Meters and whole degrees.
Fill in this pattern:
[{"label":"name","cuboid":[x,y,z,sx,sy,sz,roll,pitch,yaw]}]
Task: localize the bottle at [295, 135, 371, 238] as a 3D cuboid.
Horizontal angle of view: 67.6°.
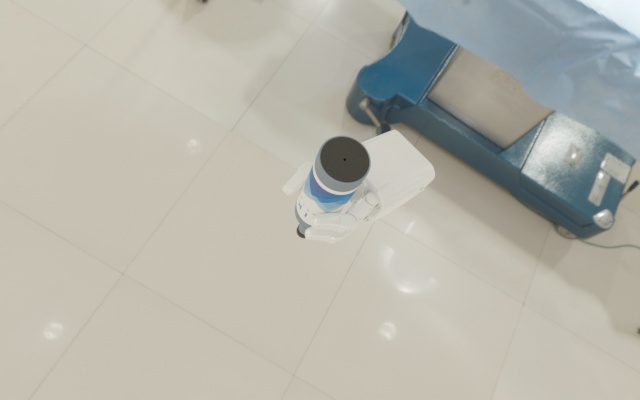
[{"label":"bottle","cuboid":[0.000,0.002,0.713,0.069,0.069,0.296,0,-21,-12]}]
